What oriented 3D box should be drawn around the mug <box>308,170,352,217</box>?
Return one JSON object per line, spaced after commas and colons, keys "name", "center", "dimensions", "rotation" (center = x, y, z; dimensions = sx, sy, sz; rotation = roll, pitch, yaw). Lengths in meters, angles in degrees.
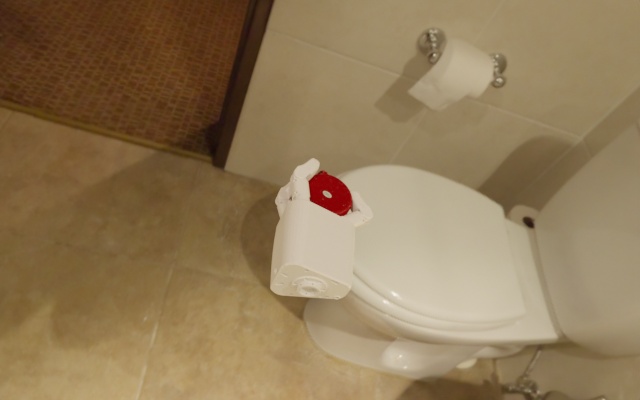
{"name": "mug", "center": [0.000, 0.001, 0.765], "dimensions": [0.093, 0.117, 0.081], "rotation": [15, -40, -13]}
